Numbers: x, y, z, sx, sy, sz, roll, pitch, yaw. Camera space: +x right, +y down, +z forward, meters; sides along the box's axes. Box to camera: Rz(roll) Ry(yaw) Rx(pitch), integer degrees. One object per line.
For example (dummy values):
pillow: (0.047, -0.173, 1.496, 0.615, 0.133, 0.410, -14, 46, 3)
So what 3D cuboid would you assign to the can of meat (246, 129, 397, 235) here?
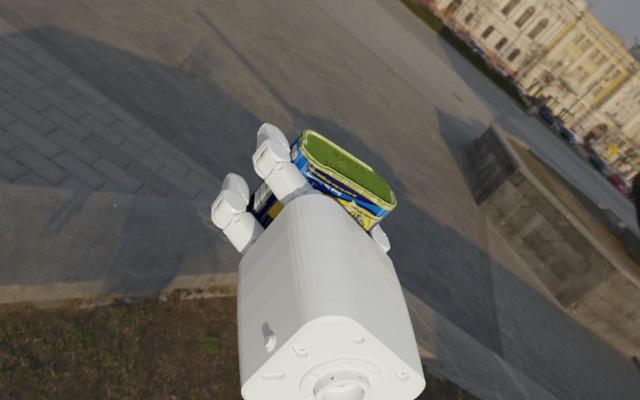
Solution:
can of meat: (0.000, 0.001, 0.403, 0.102, 0.084, 0.057, 30, 28, -23)
